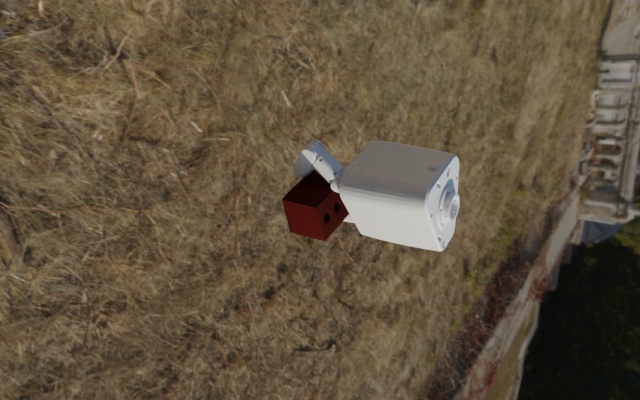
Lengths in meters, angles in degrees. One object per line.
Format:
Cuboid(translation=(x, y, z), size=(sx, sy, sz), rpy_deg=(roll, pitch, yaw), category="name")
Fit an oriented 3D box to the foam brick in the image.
Cuboid(translation=(0.000, 0.002, 0.578), size=(0.051, 0.053, 0.078), rpy_deg=(14, 44, 33), category="foam brick")
